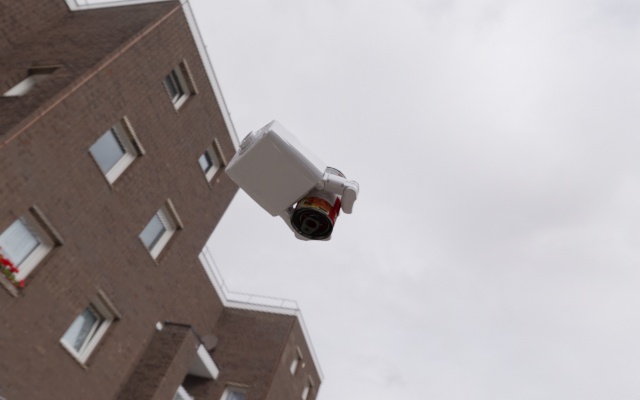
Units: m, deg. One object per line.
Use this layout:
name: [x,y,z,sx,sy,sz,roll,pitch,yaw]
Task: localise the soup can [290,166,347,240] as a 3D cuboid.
soup can: [0.001,0.003,0.749,0.068,0.069,0.102,0,41,22]
